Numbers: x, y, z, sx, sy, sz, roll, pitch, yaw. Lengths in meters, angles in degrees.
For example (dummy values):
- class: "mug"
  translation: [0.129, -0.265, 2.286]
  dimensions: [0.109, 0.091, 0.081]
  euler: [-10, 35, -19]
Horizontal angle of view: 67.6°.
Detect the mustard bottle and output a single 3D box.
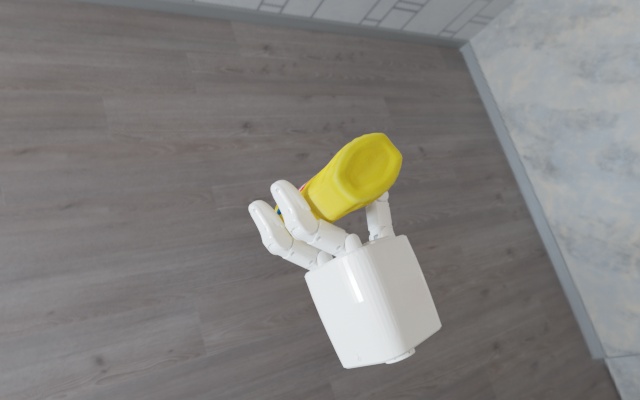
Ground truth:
- class: "mustard bottle"
  translation: [0.000, 0.001, 0.516]
  dimensions: [0.096, 0.058, 0.192]
  euler: [-44, 5, -38]
